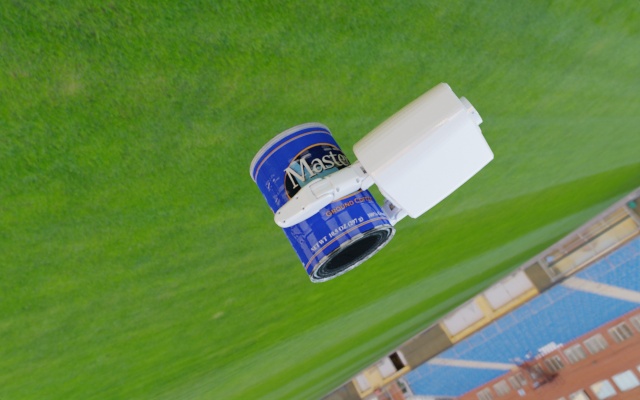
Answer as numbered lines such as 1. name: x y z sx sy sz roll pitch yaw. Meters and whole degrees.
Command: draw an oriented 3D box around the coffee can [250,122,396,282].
1. coffee can: 0.000 0.002 0.517 0.103 0.140 0.103 -27 -21 -12
